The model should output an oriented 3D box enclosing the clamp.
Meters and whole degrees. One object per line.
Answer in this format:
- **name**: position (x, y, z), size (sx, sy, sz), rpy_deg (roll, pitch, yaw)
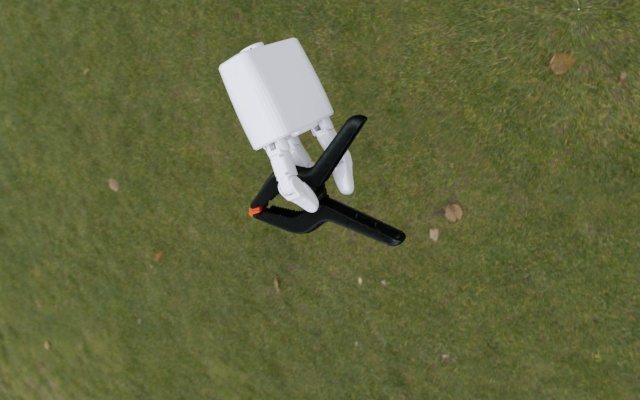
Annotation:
- **clamp**: position (-0.001, 0.002, 0.609), size (0.210, 0.164, 0.036), rpy_deg (-20, 11, 33)
